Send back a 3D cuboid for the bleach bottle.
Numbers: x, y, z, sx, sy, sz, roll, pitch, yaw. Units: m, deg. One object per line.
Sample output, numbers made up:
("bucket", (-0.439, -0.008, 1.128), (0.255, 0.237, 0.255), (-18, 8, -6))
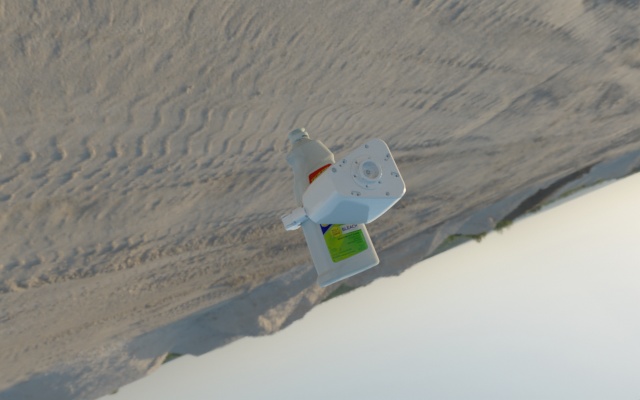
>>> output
("bleach bottle", (0.000, 0.003, 0.762), (0.102, 0.250, 0.068), (-18, -12, -24))
